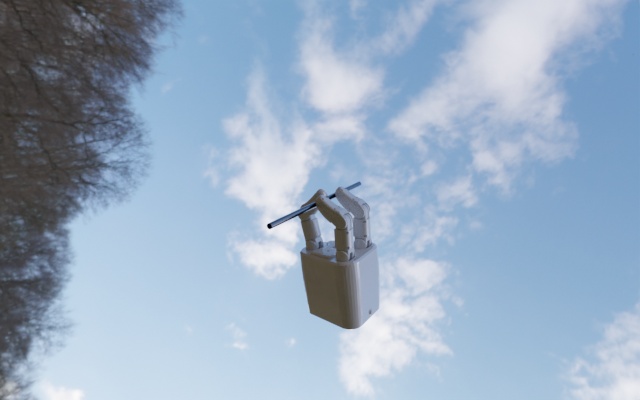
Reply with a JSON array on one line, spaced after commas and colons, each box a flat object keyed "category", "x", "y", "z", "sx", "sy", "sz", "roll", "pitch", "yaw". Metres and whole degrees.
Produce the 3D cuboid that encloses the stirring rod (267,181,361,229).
[{"category": "stirring rod", "x": 0.000, "y": 0.002, "z": 0.690, "sx": 0.011, "sy": 0.011, "sz": 0.239, "roll": 0, "pitch": 14, "yaw": 33}]
